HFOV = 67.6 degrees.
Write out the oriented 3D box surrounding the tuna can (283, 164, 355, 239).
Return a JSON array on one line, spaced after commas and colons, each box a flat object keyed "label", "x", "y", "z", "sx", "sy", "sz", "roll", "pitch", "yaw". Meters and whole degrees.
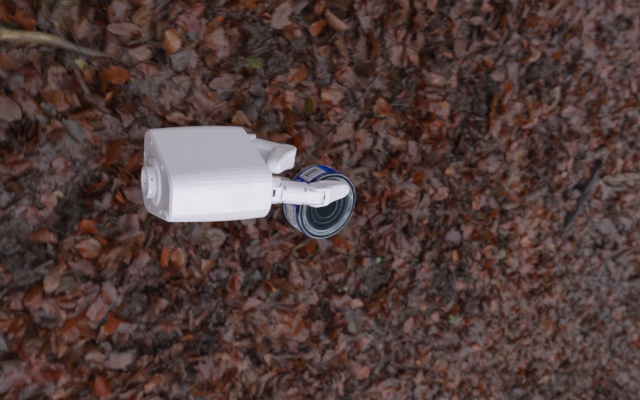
[{"label": "tuna can", "x": 0.000, "y": 0.002, "z": 0.574, "sx": 0.086, "sy": 0.086, "sz": 0.033, "roll": 0, "pitch": 20, "yaw": -37}]
